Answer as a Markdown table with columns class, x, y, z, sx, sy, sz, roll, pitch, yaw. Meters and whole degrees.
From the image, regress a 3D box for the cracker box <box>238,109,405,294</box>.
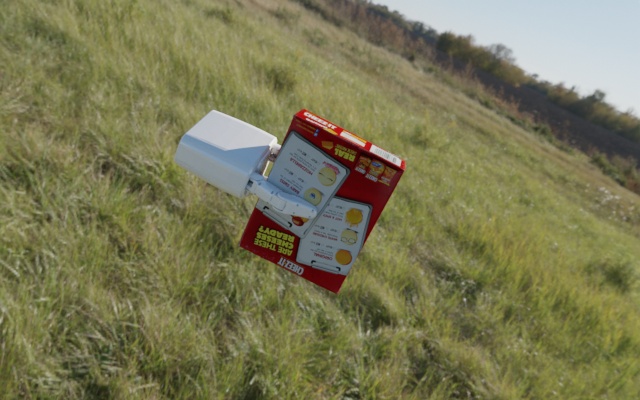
| class | x | y | z | sx | sy | sz | roll | pitch | yaw |
| --- | --- | --- | --- | --- | --- | --- | --- | --- | --- |
| cracker box | 0.000 | 0.002 | 0.684 | 0.164 | 0.214 | 0.072 | 26 | 22 | 1 |
